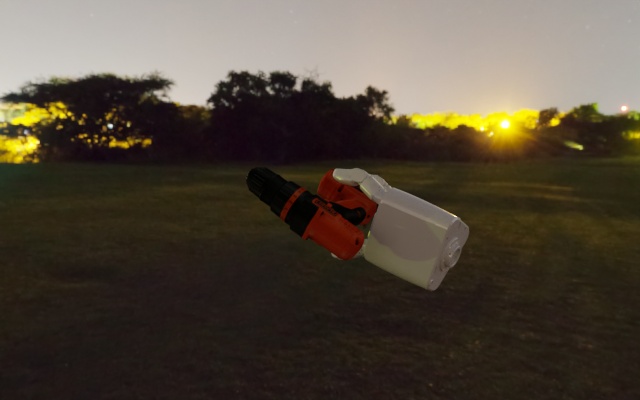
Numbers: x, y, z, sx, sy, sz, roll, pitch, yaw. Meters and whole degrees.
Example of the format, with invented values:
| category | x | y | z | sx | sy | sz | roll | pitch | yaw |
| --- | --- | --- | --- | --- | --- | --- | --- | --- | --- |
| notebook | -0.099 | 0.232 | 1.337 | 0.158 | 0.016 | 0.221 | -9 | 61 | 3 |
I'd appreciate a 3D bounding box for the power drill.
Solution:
| category | x | y | z | sx | sy | sz | roll | pitch | yaw |
| --- | --- | --- | --- | --- | --- | --- | --- | --- | --- |
| power drill | 0.001 | 0.002 | 0.701 | 0.184 | 0.057 | 0.187 | 37 | 23 | 11 |
